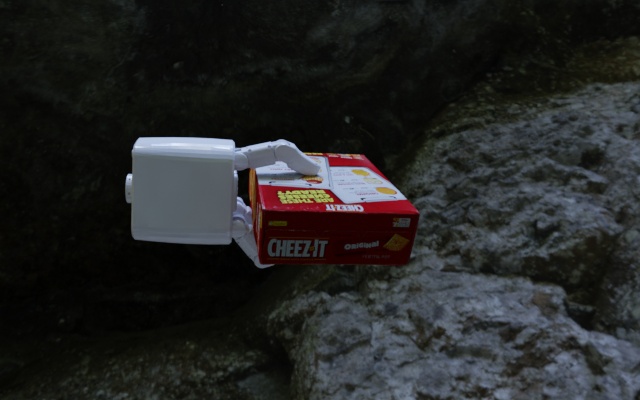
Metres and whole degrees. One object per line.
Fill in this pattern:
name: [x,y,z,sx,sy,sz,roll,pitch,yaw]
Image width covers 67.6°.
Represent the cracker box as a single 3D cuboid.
cracker box: [0.000,0.002,0.578,0.164,0.072,0.213,1,22,-12]
